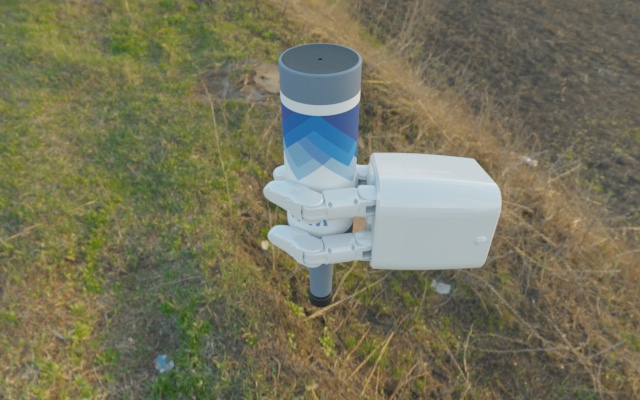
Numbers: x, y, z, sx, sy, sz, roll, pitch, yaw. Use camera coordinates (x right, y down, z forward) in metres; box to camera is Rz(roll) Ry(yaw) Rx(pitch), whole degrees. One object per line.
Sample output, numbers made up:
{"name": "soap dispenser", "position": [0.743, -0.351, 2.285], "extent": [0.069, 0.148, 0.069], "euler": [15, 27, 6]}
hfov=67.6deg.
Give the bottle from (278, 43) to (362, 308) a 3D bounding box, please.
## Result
{"name": "bottle", "position": [0.000, 0.001, 0.472], "extent": [0.069, 0.296, 0.069], "euler": [0, 39, 0]}
